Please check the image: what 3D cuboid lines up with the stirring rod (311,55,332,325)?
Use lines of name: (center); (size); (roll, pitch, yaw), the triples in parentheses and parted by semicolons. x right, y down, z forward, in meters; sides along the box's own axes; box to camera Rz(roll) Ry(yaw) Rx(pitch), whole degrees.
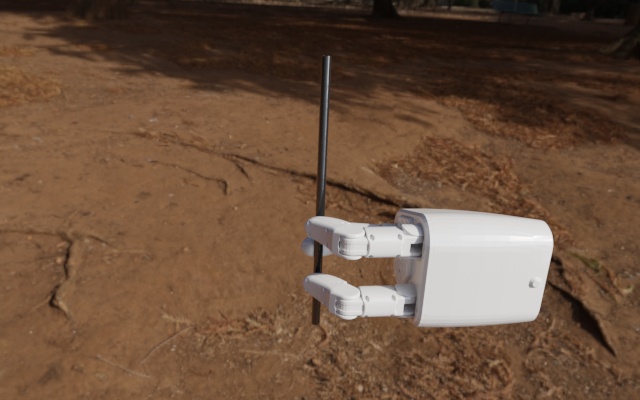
stirring rod: (0.000, 0.001, 0.410); (0.011, 0.240, 0.011); (2, 19, -1)
